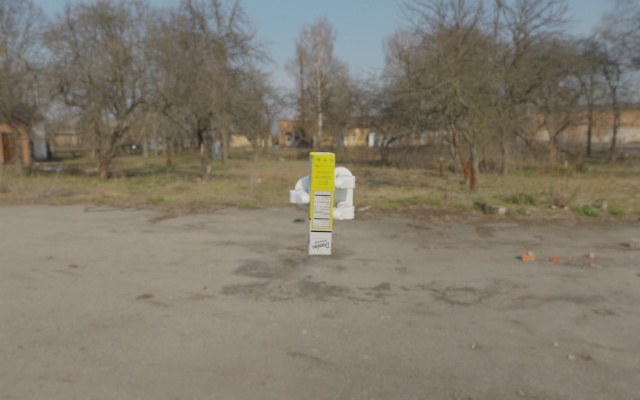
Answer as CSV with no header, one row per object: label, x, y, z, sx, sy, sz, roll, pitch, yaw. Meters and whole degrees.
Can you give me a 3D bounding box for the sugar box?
sugar box,0.001,0.003,0.857,0.048,0.176,0.093,-1,7,-3
